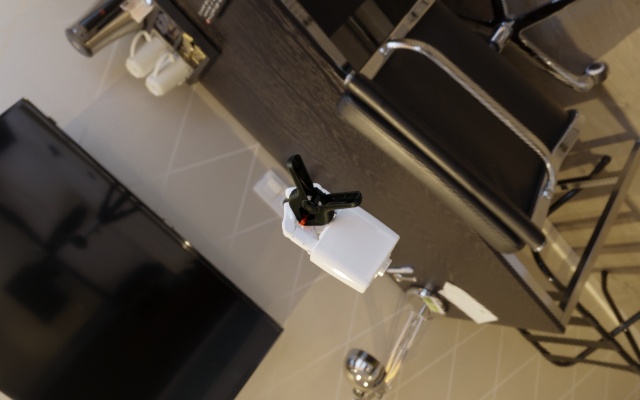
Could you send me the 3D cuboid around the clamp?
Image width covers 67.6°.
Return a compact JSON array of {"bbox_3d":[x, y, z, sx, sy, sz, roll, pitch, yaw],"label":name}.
[{"bbox_3d":[0.000,0.003,0.740,0.120,0.039,0.171,33,-24,11],"label":"clamp"}]
